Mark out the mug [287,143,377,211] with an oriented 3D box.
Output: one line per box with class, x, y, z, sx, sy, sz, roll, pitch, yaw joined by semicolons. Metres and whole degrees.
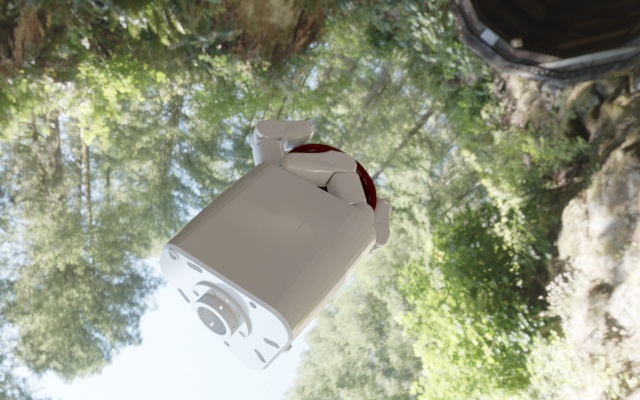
mug;0.001;0.001;0.458;0.117;0.093;0.081;-44;-9;-42
